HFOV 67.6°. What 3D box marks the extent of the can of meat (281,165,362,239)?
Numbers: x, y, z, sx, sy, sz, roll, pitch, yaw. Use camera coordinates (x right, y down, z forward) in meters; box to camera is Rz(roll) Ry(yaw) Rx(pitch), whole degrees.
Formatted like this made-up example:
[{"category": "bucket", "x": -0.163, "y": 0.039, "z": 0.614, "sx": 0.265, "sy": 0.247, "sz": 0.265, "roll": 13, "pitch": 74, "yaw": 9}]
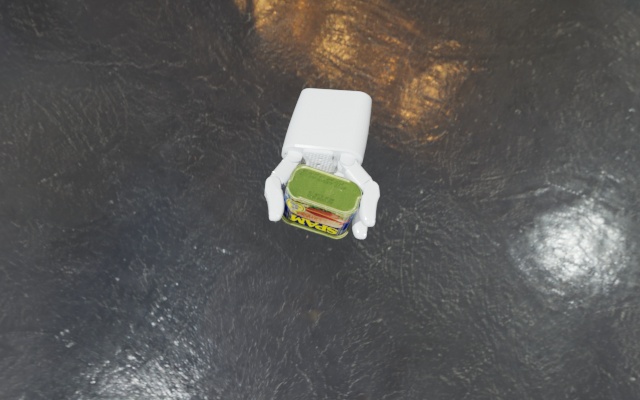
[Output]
[{"category": "can of meat", "x": 0.000, "y": 0.002, "z": 0.647, "sx": 0.102, "sy": 0.057, "sz": 0.084, "roll": 18, "pitch": -26, "yaw": 0}]
